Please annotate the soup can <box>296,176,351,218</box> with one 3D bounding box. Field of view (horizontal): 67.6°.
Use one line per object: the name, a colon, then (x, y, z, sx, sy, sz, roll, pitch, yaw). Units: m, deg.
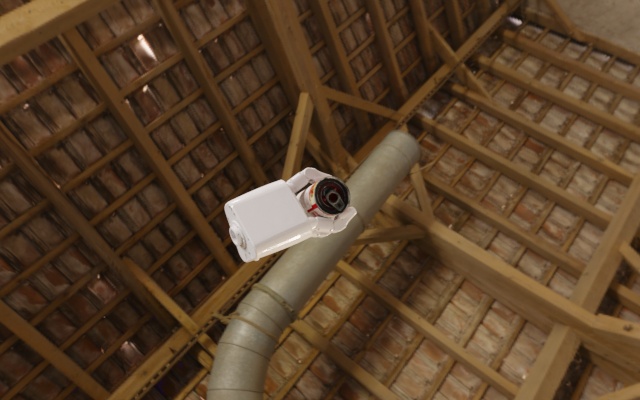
soup can: (0.000, 0.003, 0.846, 0.068, 0.068, 0.102, 0, -13, -24)
